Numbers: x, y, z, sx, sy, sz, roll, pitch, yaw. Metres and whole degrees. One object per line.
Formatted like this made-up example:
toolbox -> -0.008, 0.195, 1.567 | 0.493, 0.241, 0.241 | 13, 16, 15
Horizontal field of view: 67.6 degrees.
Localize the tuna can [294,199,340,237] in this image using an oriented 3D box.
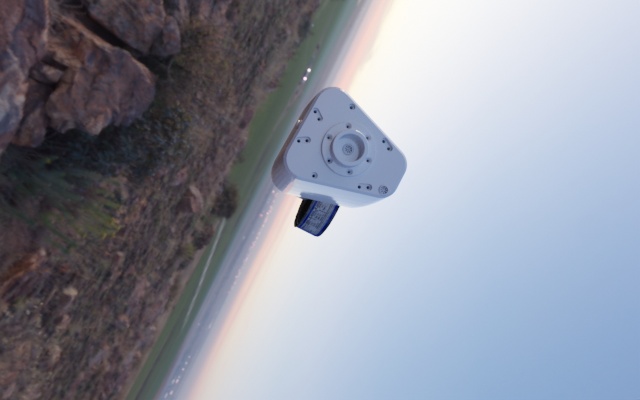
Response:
tuna can -> 0.001, 0.002, 0.603 | 0.034, 0.086, 0.086 | 27, -5, -10
